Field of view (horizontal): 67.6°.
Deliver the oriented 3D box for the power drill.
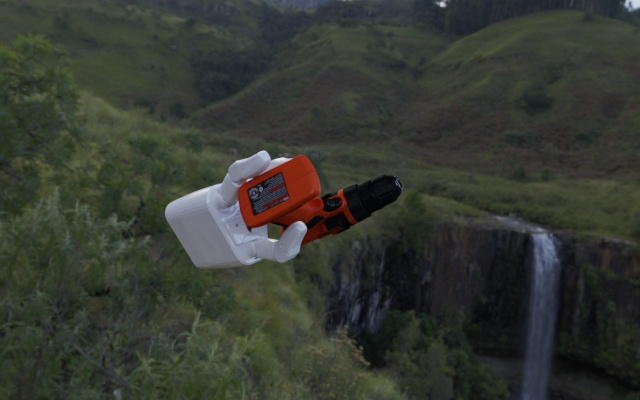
[{"bbox_3d":[0.000,0.002,0.608,0.184,0.057,0.188,-27,-23,18],"label":"power drill"}]
